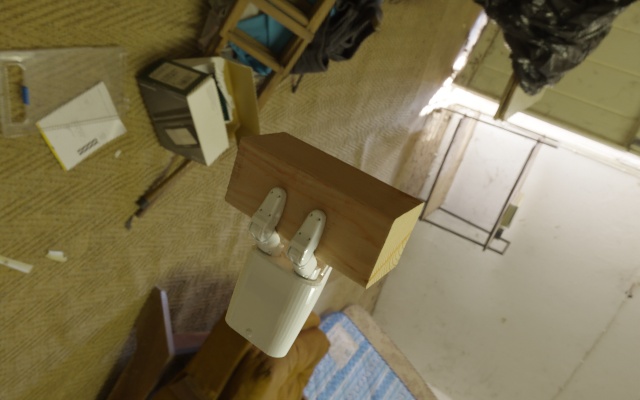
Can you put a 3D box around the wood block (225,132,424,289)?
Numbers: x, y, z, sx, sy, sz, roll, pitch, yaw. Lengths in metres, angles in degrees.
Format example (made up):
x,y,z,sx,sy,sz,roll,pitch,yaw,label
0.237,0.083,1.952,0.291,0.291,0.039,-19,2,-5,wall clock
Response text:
x,y,z,sx,sy,sz,roll,pitch,yaw,label
0.000,0.002,0.562,0.206,0.090,0.091,29,24,23,wood block
